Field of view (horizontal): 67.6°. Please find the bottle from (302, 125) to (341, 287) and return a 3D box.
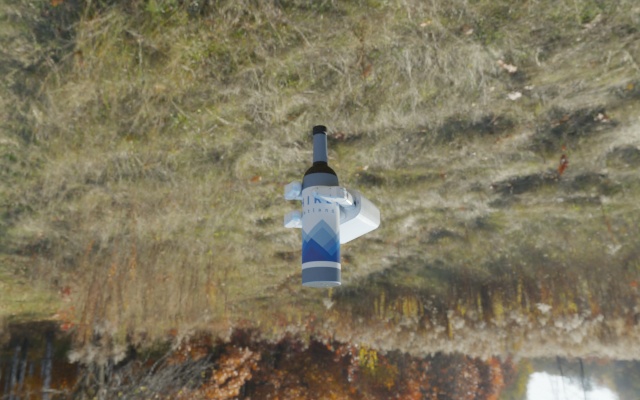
[{"bbox_3d":[0.000,0.003,0.854,0.069,0.295,0.069,0,-19,0],"label":"bottle"}]
